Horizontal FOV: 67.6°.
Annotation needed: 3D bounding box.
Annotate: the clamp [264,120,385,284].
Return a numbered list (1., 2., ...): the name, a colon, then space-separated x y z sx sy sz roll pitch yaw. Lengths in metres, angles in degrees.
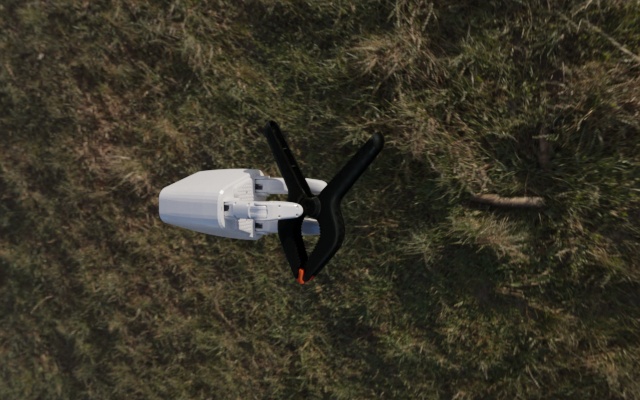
1. clamp: -0.001 0.003 0.601 0.164 0.210 0.036 3 5 28
